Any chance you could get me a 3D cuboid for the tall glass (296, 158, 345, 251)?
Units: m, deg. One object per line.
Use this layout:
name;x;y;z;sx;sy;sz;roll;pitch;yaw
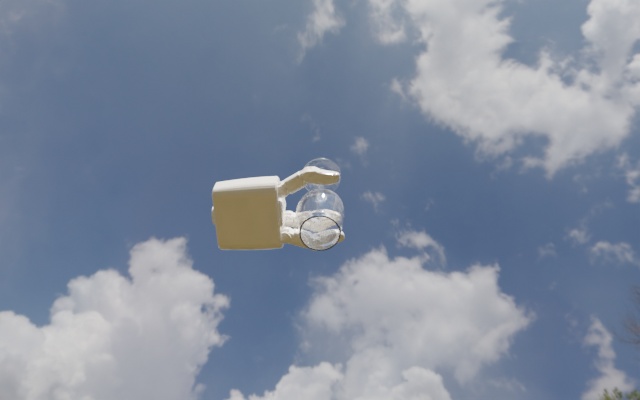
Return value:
tall glass;0.000;0.002;0.793;0.079;0.079;0.201;0;28;0
